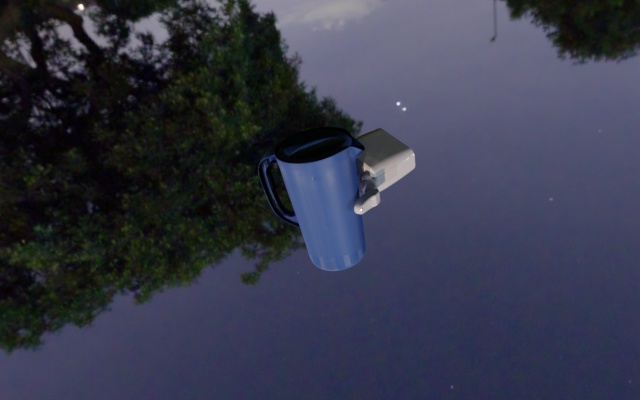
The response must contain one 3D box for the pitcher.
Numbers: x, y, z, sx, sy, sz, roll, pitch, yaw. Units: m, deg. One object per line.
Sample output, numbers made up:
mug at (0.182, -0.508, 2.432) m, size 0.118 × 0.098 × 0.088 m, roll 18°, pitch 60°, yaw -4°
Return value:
pitcher at (0.000, 0.003, 0.849) m, size 0.145 × 0.243 × 0.149 m, roll -30°, pitch 34°, yaw -26°
